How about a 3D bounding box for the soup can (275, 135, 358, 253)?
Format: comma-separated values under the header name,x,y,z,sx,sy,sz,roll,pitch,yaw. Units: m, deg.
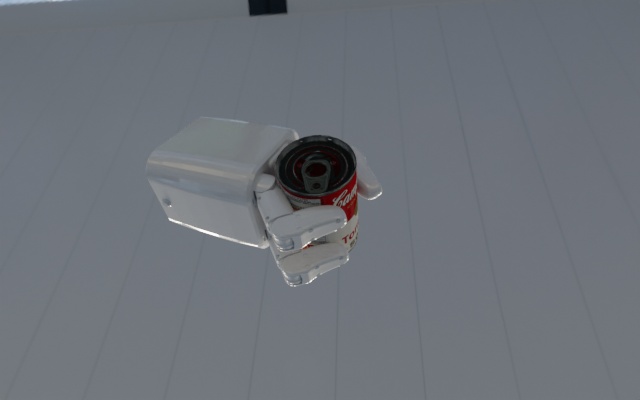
name,x,y,z,sx,sy,sz,roll,pitch,yaw
soup can,0.001,0.002,0.432,0.068,0.068,0.102,0,-39,6
